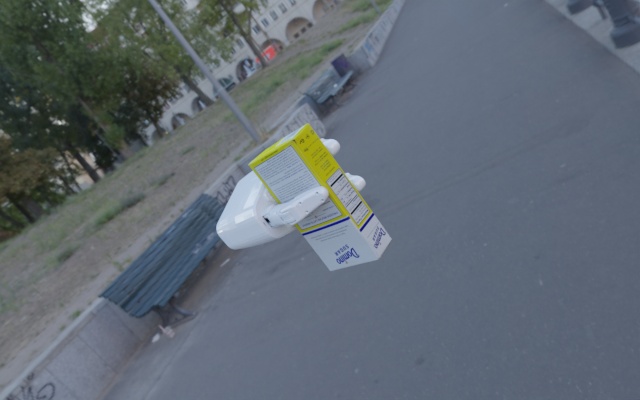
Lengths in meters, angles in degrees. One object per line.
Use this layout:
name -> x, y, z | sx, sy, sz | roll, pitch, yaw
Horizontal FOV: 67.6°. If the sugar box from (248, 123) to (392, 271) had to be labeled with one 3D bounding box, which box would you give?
sugar box -> 0.000, 0.002, 0.584 | 0.093, 0.176, 0.048 | -22, 22, 47
